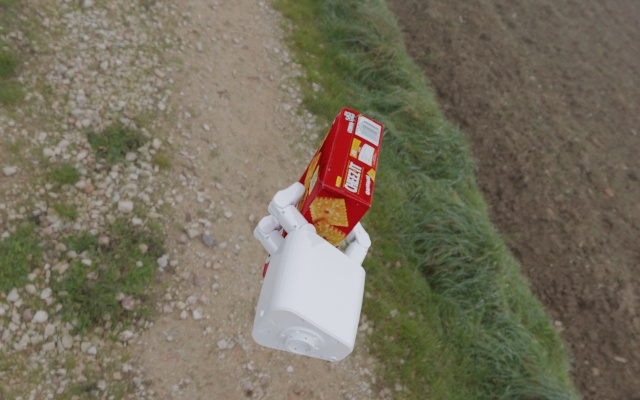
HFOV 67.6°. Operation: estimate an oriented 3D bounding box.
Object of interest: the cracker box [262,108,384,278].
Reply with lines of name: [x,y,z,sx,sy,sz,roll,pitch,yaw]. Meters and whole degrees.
cracker box: [0.000,0.002,0.657,0.072,0.164,0.214,25,-45,-10]
